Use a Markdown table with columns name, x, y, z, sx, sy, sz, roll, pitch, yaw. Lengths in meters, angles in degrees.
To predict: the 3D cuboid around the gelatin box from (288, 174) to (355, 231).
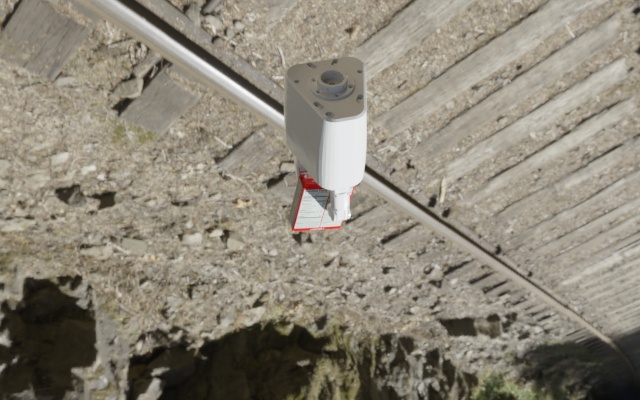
| name | x | y | z | sx | sy | sz | roll | pitch | yaw |
| --- | --- | --- | --- | --- | --- | --- | --- | --- | --- |
| gelatin box | 0.000 | 0.003 | 0.655 | 0.073 | 0.030 | 0.089 | -3 | -44 | -19 |
